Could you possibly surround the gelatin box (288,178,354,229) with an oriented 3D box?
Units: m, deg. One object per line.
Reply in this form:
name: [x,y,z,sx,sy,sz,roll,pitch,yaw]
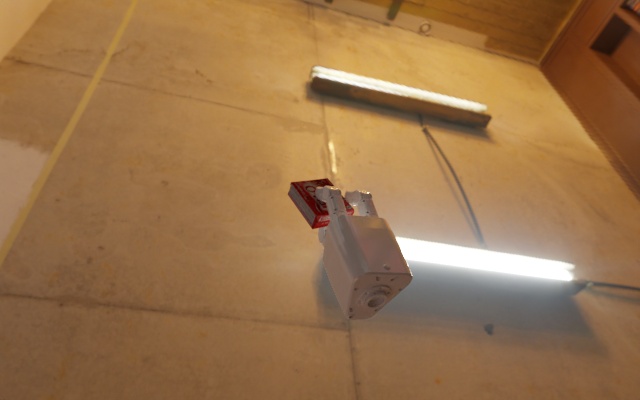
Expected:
gelatin box: [0.000,0.003,0.769,0.073,0.030,0.089,-8,43,-33]
